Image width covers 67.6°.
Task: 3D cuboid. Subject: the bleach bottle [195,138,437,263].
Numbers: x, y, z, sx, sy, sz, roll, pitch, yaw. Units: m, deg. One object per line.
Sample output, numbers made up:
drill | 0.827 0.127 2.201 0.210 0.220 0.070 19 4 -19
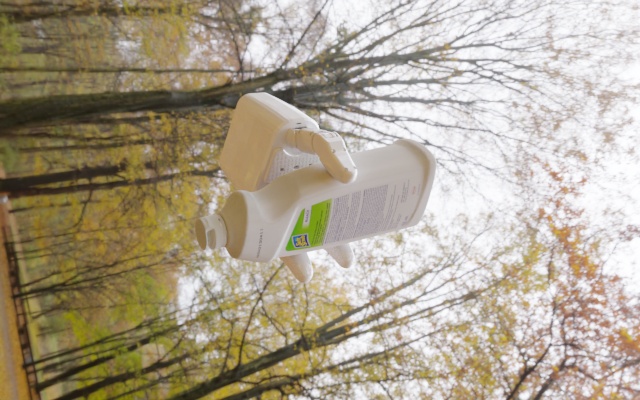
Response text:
bleach bottle | 0.000 0.002 0.482 0.251 0.103 0.068 -11 34 -31
